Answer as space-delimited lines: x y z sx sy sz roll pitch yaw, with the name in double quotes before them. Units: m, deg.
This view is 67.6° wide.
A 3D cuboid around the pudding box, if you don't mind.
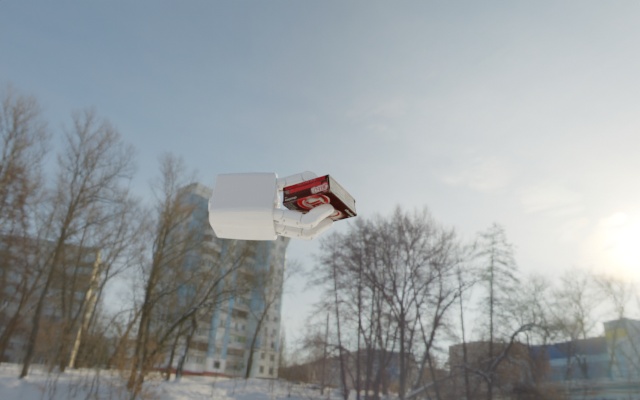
"pudding box" 0.000 0.003 0.826 0.090 0.039 0.113 -14 -27 24
